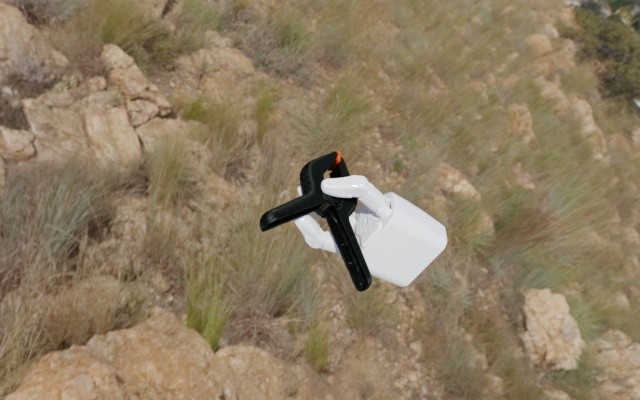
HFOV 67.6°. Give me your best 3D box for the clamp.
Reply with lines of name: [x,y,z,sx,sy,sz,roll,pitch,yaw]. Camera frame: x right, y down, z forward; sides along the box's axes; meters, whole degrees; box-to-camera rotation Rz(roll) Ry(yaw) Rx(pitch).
clamp: [0.001,0.001,0.631,0.164,0.209,0.036,30,-50,-26]
